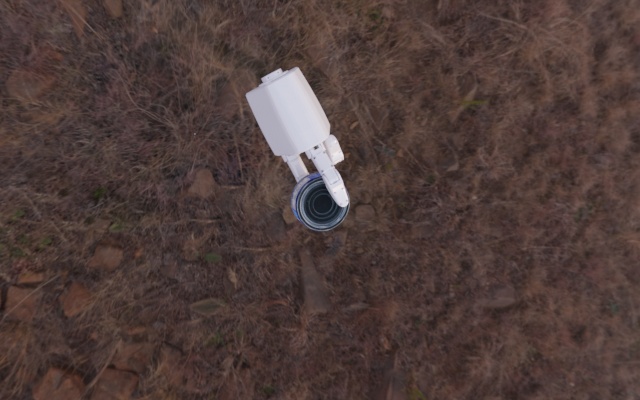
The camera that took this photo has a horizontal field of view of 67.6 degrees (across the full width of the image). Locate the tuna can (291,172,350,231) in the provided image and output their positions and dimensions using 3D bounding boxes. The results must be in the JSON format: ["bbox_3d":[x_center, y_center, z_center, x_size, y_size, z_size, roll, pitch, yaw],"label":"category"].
[{"bbox_3d":[0.000,0.003,0.723,0.086,0.086,0.033,0,13,-18],"label":"tuna can"}]
